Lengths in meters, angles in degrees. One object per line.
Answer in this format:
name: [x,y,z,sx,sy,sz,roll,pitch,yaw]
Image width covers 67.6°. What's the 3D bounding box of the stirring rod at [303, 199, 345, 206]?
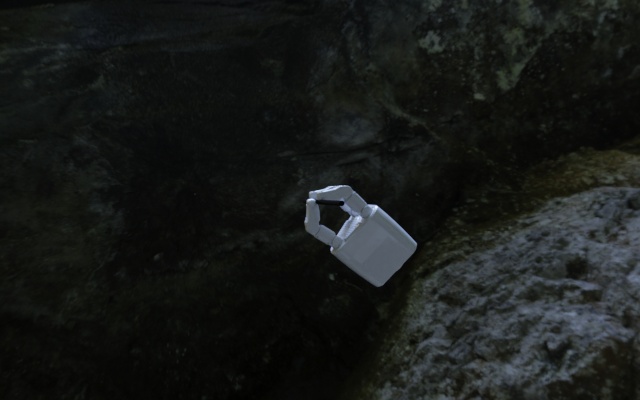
stirring rod: [0.000,0.003,0.800,0.011,0.011,0.239,0,1,-15]
